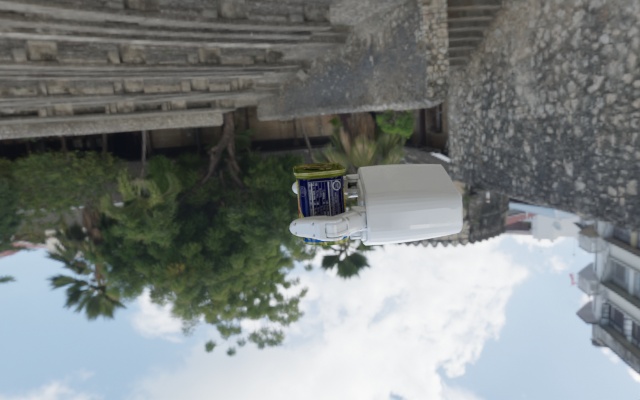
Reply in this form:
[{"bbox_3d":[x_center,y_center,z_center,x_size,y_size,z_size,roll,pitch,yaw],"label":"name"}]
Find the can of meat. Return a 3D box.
[{"bbox_3d":[0.000,0.002,0.566,0.057,0.084,0.102,-5,10,-4],"label":"can of meat"}]
